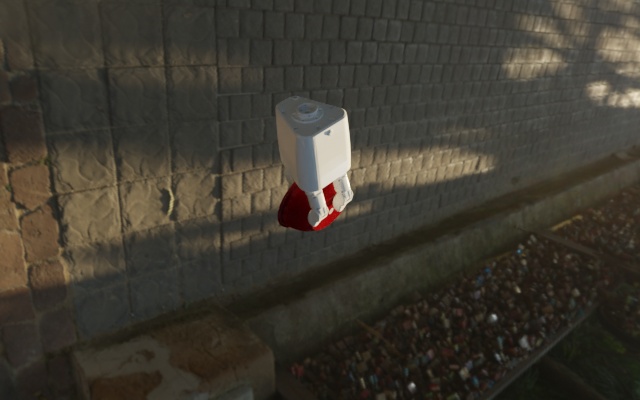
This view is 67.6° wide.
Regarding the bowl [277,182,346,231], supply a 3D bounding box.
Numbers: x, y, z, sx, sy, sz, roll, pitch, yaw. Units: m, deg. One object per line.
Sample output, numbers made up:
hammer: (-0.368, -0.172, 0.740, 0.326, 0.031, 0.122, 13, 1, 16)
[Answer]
bowl: (0.001, 0.004, 0.868, 0.055, 0.162, 0.162, 42, 20, 23)
